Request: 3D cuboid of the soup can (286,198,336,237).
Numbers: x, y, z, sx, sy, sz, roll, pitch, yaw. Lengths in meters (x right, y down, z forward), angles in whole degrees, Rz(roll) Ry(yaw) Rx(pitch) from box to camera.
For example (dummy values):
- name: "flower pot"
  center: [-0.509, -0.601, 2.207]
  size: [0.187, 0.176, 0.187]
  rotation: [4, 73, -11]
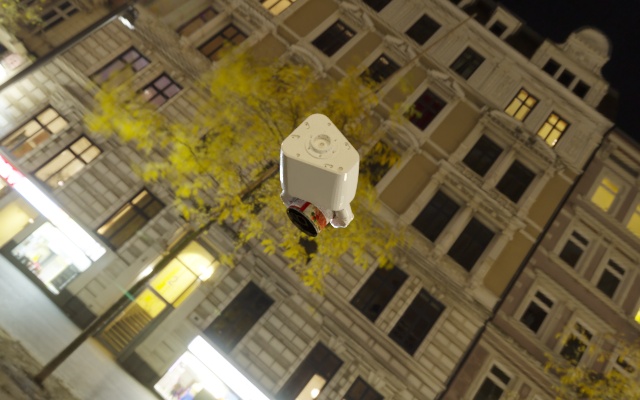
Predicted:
- name: "soup can"
  center: [0.000, 0.003, 0.810]
  size: [0.102, 0.068, 0.068]
  rotation: [-47, 23, -23]
